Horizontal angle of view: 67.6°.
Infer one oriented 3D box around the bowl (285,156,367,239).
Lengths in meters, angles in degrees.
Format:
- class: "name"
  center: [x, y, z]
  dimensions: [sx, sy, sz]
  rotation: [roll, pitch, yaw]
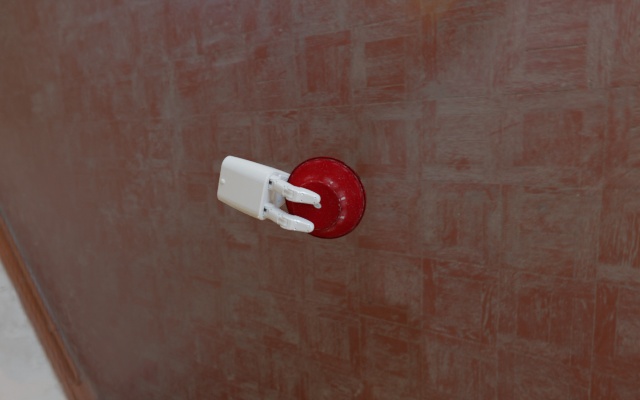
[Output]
- class: "bowl"
  center: [0.001, 0.003, 0.875]
  dimensions: [0.162, 0.162, 0.055]
  rotation: [0, 15, 18]
